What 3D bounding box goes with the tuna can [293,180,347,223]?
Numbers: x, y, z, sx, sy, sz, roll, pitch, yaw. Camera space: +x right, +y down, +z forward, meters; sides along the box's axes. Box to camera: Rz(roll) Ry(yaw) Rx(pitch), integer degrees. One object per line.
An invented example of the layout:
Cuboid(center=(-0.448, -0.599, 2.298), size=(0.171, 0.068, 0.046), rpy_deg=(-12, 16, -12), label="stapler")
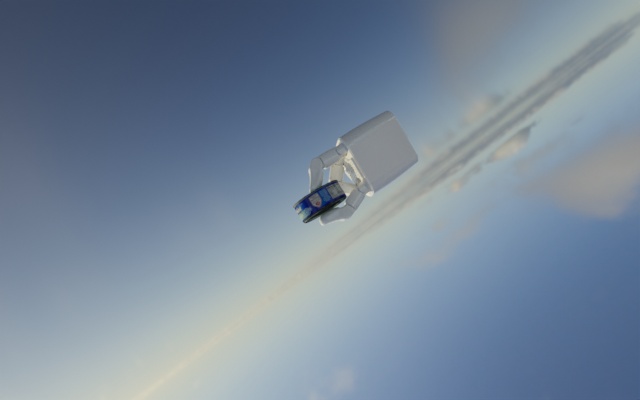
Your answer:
Cuboid(center=(0.000, 0.003, 0.787), size=(0.086, 0.033, 0.086), rpy_deg=(-31, -7, -4), label="tuna can")
